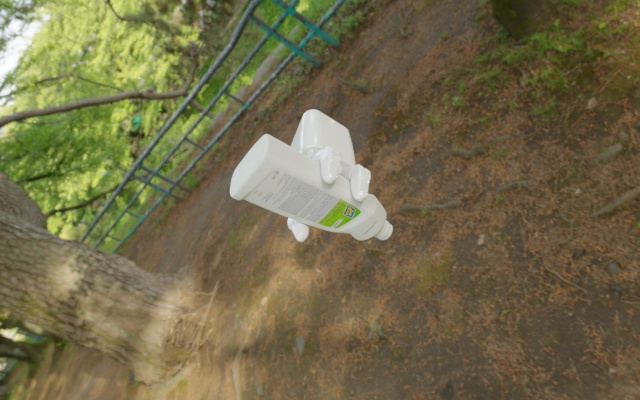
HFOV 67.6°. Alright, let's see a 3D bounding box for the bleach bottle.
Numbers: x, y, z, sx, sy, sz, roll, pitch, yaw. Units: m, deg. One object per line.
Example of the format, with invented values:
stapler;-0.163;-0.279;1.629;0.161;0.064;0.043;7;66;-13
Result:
bleach bottle;0.000;0.002;0.708;0.251;0.068;0.103;28;-54;-26
